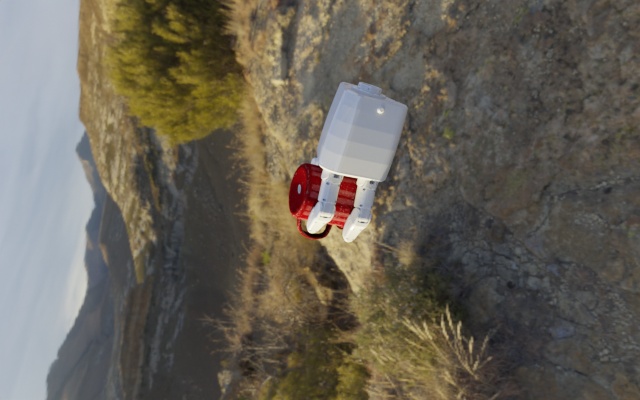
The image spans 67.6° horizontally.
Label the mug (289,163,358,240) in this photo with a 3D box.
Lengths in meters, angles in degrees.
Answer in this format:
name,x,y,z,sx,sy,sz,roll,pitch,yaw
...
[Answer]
name,x,y,z,sx,sy,sz,roll,pitch,yaw
mug,-0.001,0.004,0.705,0.081,0.117,0.093,11,19,-22
